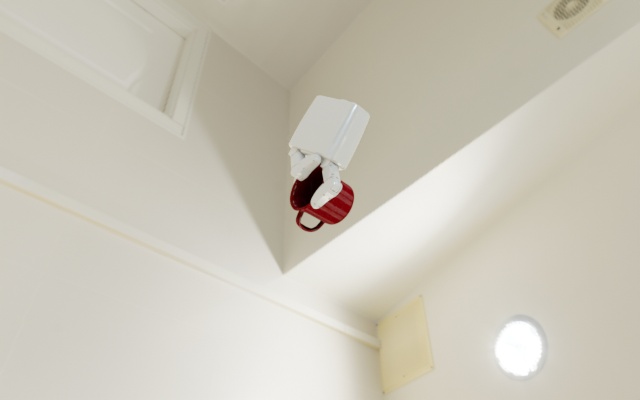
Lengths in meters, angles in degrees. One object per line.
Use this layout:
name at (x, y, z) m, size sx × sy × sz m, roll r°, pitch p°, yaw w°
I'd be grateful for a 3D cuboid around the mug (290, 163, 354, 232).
mug at (0.000, 0.004, 0.849) m, size 0.081 × 0.117 × 0.093 m, roll 30°, pitch -5°, yaw -33°
